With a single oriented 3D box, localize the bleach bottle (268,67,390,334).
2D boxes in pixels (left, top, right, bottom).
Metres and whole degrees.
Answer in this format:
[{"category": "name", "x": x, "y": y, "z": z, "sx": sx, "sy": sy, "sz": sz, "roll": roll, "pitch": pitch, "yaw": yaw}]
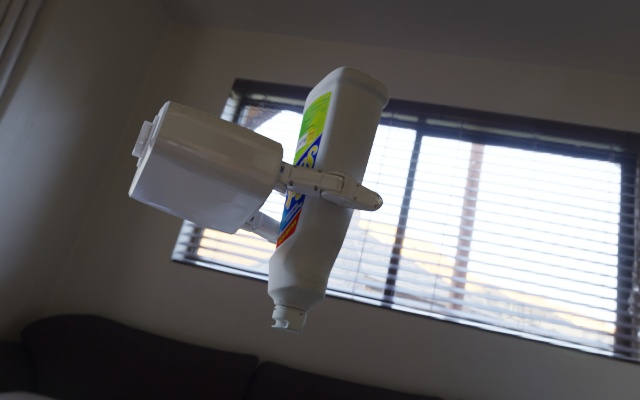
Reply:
[{"category": "bleach bottle", "x": 0.000, "y": 0.002, "z": 0.469, "sx": 0.068, "sy": 0.250, "sz": 0.102, "roll": 21, "pitch": -20, "yaw": -22}]
